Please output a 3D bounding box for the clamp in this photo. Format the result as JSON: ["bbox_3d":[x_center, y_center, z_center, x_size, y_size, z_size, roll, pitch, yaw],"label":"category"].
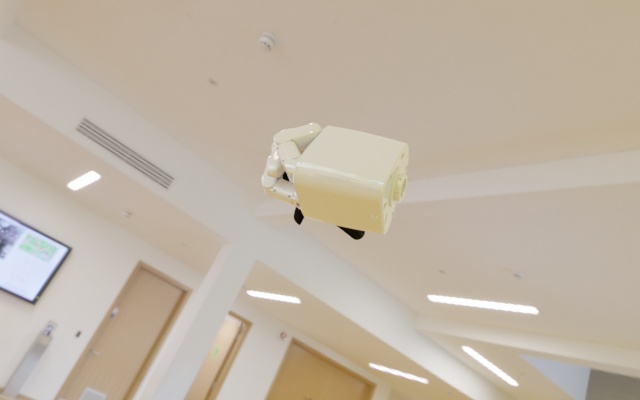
[{"bbox_3d":[0.000,0.002,0.674,0.120,0.039,0.172,11,-26,19],"label":"clamp"}]
